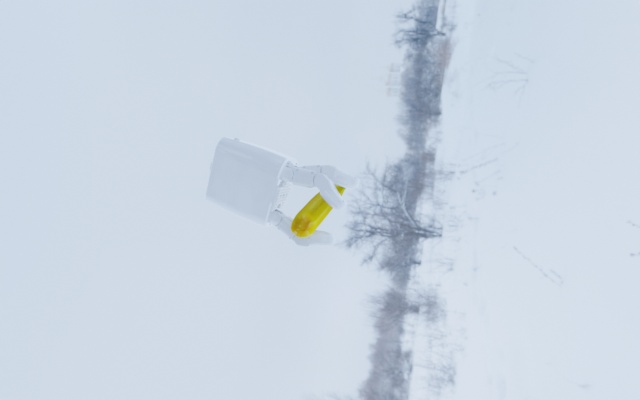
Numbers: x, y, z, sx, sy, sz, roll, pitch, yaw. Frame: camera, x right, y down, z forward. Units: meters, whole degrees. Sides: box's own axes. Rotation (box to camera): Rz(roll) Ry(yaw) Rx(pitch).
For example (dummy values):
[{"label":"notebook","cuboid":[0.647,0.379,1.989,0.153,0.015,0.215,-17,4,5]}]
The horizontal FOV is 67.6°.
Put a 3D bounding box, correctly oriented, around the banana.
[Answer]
[{"label":"banana","cuboid":[-0.007,0.014,0.714,0.037,0.070,0.197,35,32,4]}]
